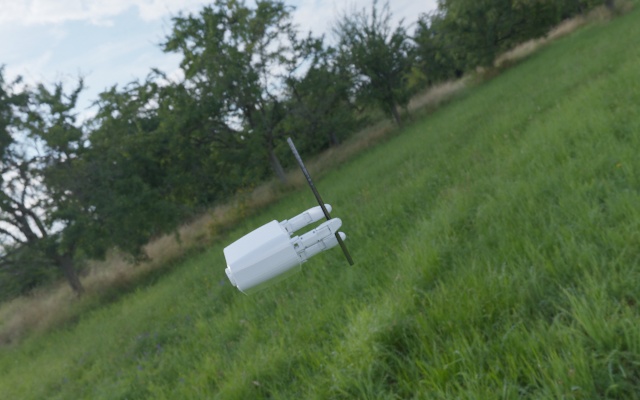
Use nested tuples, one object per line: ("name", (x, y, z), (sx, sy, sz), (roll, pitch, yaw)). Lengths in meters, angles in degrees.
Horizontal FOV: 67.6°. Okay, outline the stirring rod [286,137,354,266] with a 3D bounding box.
("stirring rod", (0.000, 0.003, 0.807), (0.011, 0.239, 0.011), (-27, 3, 2))
